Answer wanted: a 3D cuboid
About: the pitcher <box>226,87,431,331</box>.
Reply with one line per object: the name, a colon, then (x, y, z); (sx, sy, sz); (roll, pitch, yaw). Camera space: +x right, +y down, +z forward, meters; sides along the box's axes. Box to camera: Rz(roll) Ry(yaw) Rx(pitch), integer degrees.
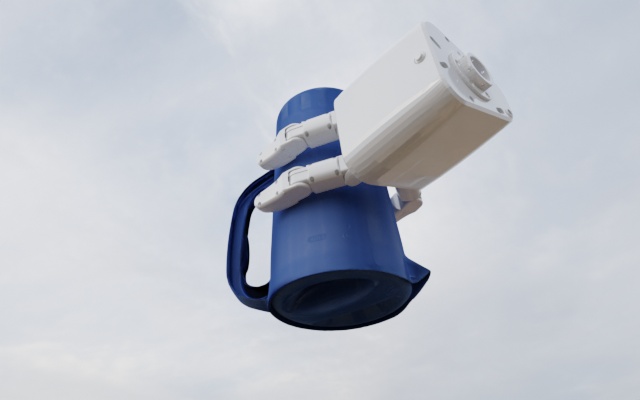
pitcher: (0.000, 0.002, 0.494); (0.149, 0.242, 0.145); (21, -44, -32)
